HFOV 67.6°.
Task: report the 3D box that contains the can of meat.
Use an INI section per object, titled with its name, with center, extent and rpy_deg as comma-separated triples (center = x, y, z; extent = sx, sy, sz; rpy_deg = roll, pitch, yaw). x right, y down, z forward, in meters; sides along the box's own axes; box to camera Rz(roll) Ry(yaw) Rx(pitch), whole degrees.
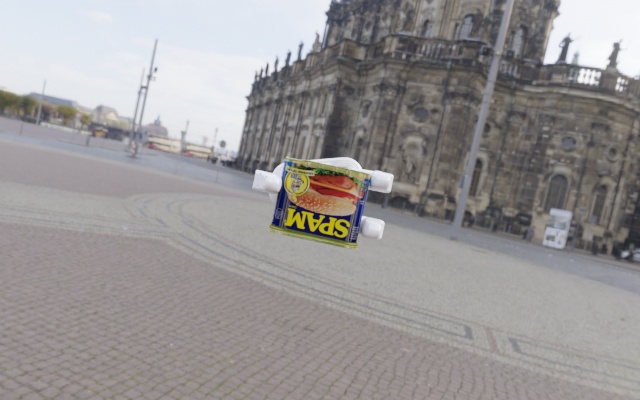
[can of meat]
center = 0.000, 0.001, 0.532
extent = 0.102, 0.084, 0.057
rpy_deg = 12, 2, -1
